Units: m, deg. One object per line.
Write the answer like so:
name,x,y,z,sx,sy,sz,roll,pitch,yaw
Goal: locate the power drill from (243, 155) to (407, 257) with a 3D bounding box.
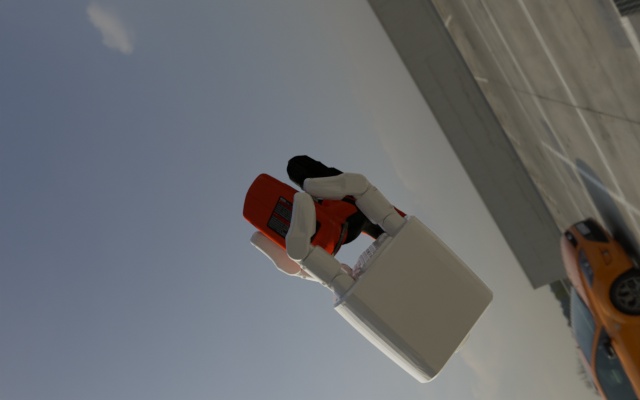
power drill,0.000,0.002,0.533,0.184,0.057,0.187,32,20,22
